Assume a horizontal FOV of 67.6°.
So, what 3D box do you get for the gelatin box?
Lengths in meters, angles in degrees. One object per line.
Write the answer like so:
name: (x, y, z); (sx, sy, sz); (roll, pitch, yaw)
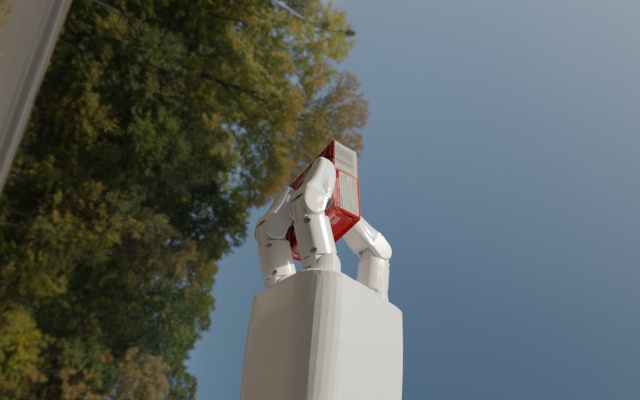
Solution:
gelatin box: (0.000, 0.001, 0.419); (0.030, 0.089, 0.073); (28, -51, -24)
